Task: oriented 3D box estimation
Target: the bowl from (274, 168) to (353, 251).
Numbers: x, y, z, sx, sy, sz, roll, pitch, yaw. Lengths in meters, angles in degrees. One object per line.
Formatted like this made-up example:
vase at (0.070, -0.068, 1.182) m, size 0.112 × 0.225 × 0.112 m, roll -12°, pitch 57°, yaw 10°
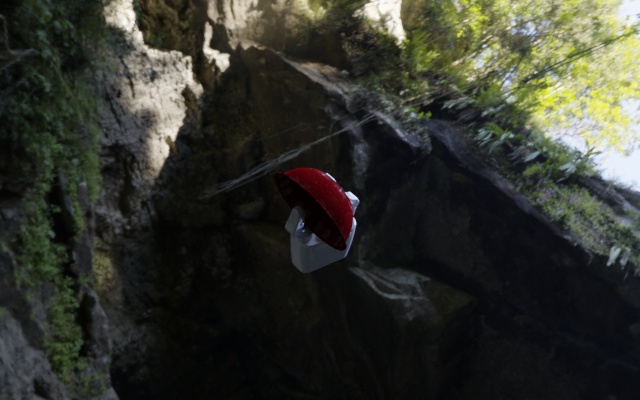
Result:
bowl at (0.001, 0.002, 0.752) m, size 0.055 × 0.162 × 0.162 m, roll -42°, pitch 13°, yaw -15°
